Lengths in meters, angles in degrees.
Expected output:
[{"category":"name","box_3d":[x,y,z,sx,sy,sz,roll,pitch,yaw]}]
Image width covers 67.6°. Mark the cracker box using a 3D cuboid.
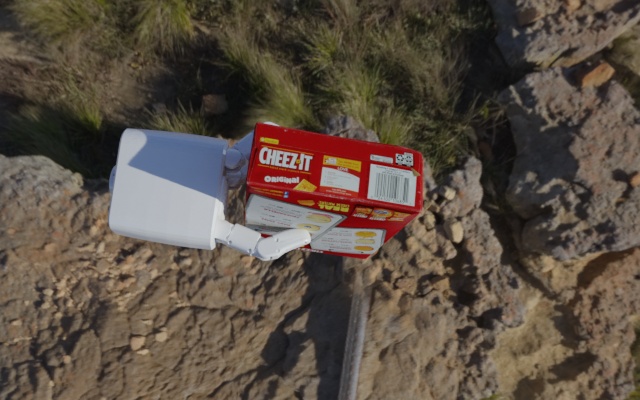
[{"category":"cracker box","box_3d":[0.000,0.002,0.532,0.164,0.072,0.214,9,-20,-6]}]
